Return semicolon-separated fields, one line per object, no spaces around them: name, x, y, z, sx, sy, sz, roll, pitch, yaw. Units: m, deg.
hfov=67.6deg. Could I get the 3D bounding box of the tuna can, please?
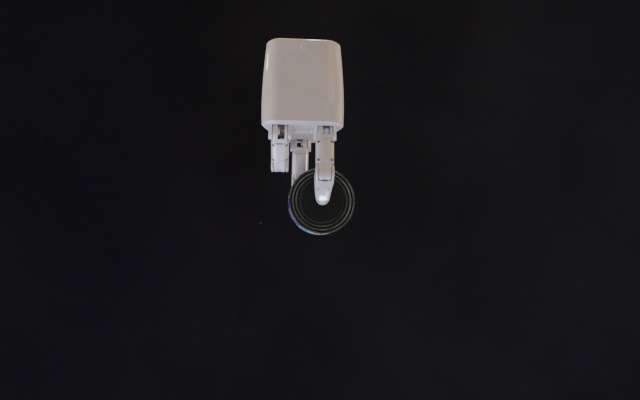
tuna can;0.000;0.002;0.625;0.086;0.086;0.034;0;-8;-7
